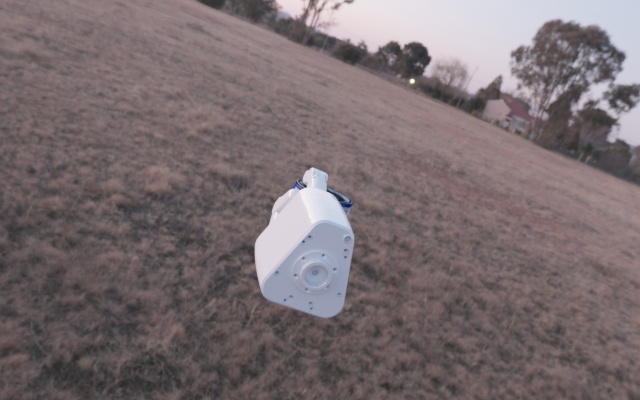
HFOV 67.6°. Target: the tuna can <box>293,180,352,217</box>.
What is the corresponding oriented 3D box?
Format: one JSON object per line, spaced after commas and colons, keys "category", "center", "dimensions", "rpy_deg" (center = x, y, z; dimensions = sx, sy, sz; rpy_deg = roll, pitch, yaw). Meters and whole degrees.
{"category": "tuna can", "center": [0.000, 0.002, 0.661], "dimensions": [0.086, 0.034, 0.086], "rpy_deg": [21, 11, -4]}
